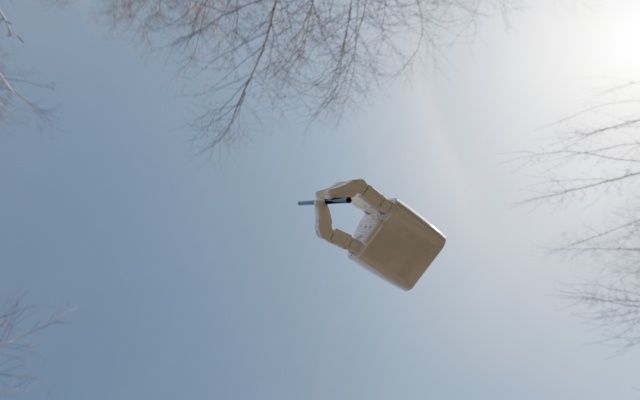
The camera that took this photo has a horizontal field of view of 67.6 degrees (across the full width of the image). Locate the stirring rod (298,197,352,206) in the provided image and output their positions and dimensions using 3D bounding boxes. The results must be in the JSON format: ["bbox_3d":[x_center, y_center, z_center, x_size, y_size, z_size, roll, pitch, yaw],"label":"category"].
[{"bbox_3d":[0.000,0.002,0.731,0.011,0.011,0.239,0,-1,-18],"label":"stirring rod"}]
